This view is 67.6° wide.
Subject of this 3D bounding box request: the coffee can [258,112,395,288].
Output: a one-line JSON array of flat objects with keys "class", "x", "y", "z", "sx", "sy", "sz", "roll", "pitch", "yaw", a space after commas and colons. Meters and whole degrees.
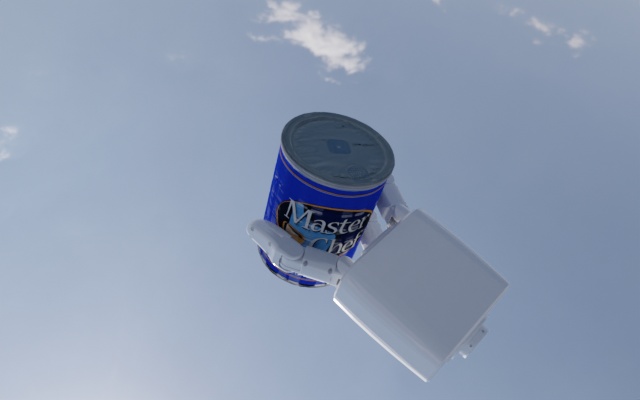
[{"class": "coffee can", "x": 0.000, "y": 0.001, "z": 0.462, "sx": 0.103, "sy": 0.140, "sz": 0.102, "roll": 10, "pitch": 42, "yaw": -9}]
